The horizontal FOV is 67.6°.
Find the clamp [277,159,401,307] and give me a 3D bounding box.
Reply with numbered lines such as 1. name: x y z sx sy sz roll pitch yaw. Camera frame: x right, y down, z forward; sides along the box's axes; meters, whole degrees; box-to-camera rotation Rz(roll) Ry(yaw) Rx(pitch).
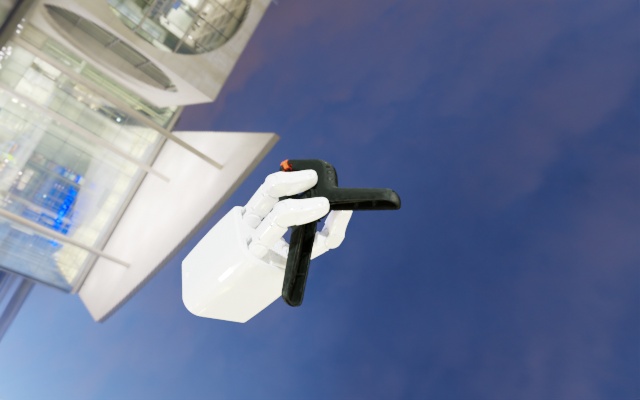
1. clamp: 0.000 0.002 0.564 0.036 0.164 0.209 39 18 -36
